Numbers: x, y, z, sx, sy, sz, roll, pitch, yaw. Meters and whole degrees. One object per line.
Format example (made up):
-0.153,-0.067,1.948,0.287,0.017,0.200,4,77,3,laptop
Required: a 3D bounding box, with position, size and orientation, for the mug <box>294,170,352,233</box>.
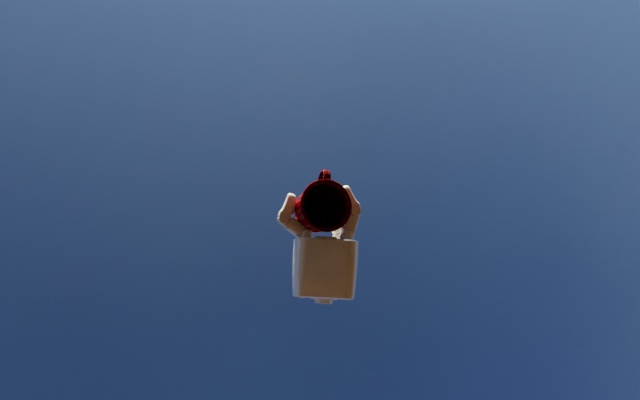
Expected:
0.000,0.001,0.864,0.093,0.117,0.081,7,-11,-15,mug
